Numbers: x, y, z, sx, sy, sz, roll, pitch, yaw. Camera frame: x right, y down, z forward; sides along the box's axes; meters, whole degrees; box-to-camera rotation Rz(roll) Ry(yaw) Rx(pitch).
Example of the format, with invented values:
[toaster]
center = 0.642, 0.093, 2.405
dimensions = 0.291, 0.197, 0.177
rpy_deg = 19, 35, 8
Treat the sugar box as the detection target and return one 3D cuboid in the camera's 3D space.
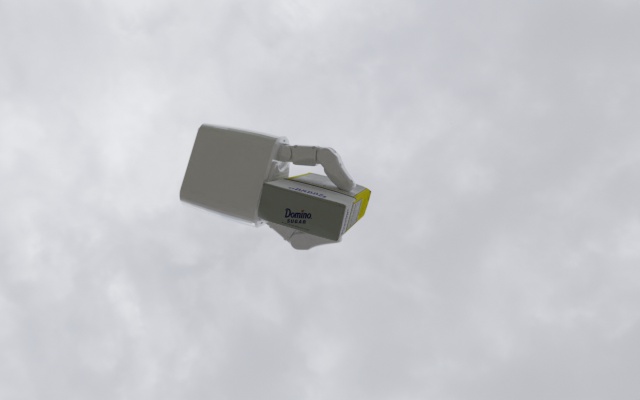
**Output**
[sugar box]
center = 0.000, 0.002, 0.569
dimensions = 0.093, 0.048, 0.176
rpy_deg = 16, 13, 13
